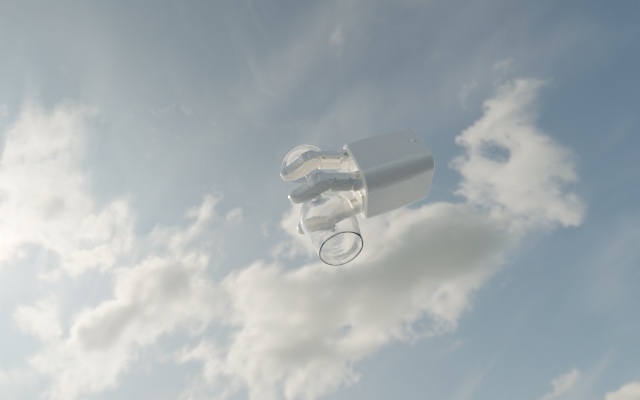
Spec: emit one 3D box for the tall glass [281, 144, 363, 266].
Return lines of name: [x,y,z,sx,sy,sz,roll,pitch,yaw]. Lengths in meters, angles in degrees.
tall glass: [0.000,0.002,0.698,0.079,0.079,0.201,0,39,-21]
